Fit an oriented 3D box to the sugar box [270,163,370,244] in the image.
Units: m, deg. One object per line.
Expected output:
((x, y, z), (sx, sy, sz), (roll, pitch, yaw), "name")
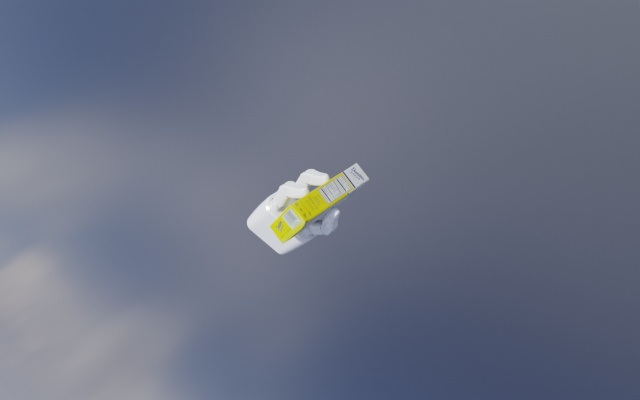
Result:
((0.000, 0.002, 0.843), (0.176, 0.048, 0.093), (-37, -4, -39), "sugar box")
